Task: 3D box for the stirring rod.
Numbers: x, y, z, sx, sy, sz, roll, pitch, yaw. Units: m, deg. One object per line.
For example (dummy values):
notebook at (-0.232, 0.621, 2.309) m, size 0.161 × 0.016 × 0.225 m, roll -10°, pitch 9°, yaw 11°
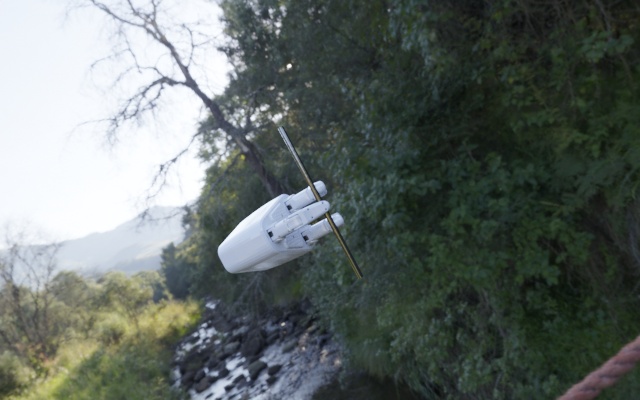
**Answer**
stirring rod at (0.000, 0.002, 0.674) m, size 0.011 × 0.239 × 0.011 m, roll -28°, pitch -2°, yaw -1°
